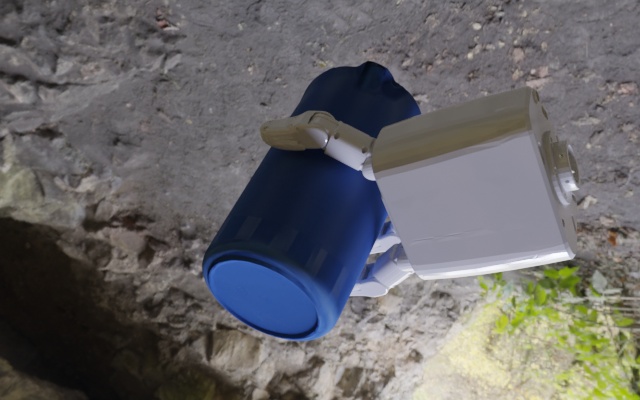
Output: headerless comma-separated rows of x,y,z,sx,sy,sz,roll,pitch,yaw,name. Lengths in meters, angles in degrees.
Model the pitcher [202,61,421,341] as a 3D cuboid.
0.000,0.001,0.428,0.145,0.149,0.242,-12,34,36,pitcher
